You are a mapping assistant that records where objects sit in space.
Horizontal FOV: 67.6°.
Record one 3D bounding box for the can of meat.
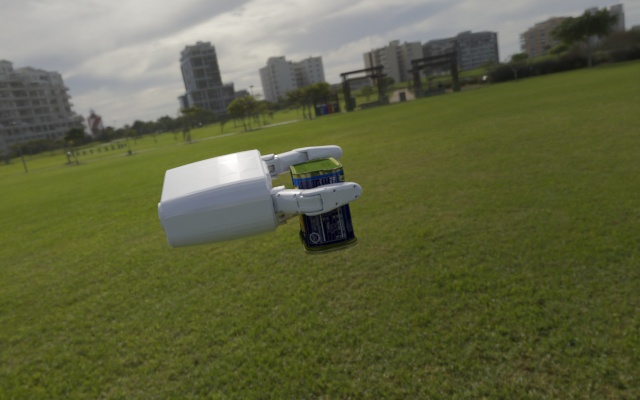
[{"bbox_3d":[0.000,0.001,0.516,0.057,0.084,0.102,-11,12,-5],"label":"can of meat"}]
